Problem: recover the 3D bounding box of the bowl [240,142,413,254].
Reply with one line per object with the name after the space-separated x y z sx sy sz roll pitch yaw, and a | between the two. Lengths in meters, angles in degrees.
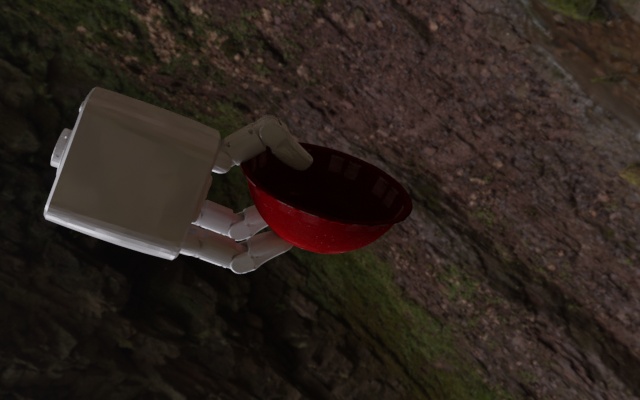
0.001 0.002 0.445 0.162 0.055 0.162 14 25 -6 | bowl
